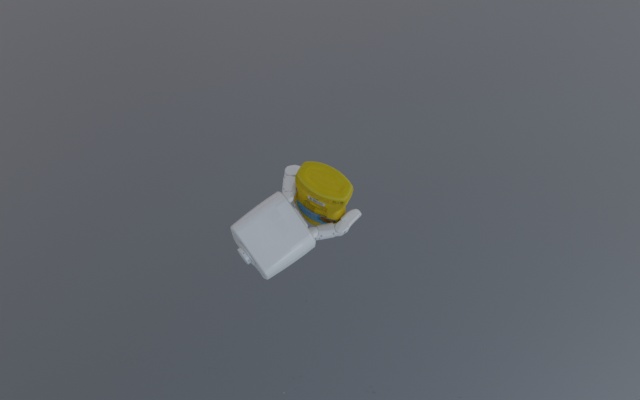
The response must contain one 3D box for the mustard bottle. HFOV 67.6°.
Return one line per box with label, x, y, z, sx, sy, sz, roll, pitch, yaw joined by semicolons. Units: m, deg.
mustard bottle;0.000;0.002;0.856;0.096;0.058;0.192;26;-21;6
